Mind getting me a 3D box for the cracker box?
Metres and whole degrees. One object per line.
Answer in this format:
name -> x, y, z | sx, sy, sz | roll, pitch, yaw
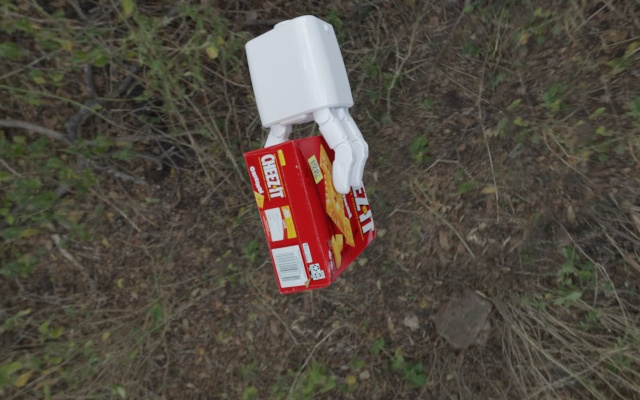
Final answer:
cracker box -> 0.000, 0.002, 0.607 | 0.072, 0.164, 0.213 | -12, 6, 22
